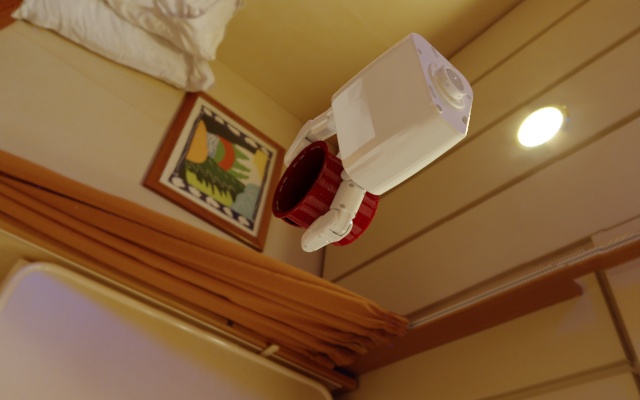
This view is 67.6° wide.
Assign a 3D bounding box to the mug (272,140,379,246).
[{"bbox_3d":[-0.001,0.002,0.519,0.081,0.093,0.117,33,-44,-25],"label":"mug"}]
